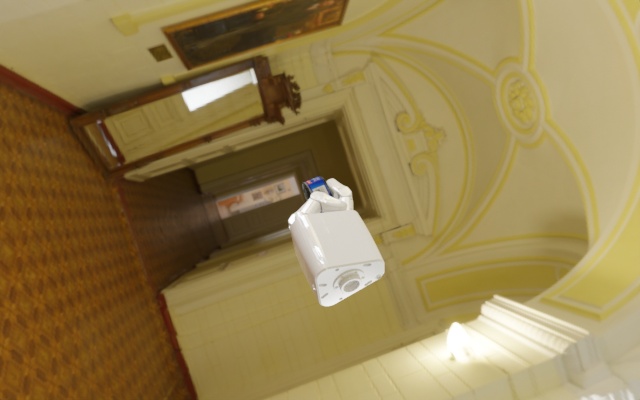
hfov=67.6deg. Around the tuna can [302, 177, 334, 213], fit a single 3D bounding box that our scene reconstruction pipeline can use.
[{"bbox_3d":[0.001,0.002,0.822,0.034,0.086,0.086,-23,4,-10],"label":"tuna can"}]
